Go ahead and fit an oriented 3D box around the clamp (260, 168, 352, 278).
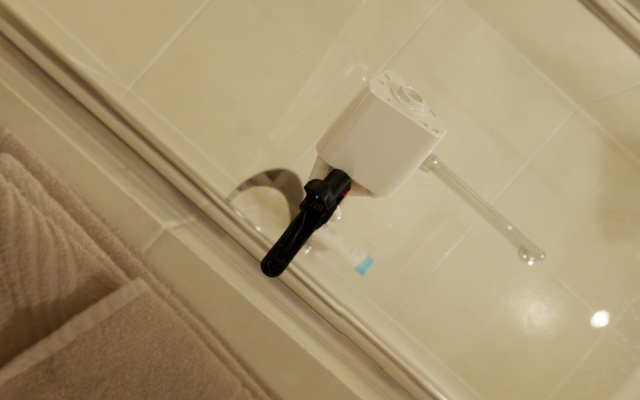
[{"bbox_3d":[0.001,0.002,0.521,0.039,0.120,0.171,38,36,1],"label":"clamp"}]
